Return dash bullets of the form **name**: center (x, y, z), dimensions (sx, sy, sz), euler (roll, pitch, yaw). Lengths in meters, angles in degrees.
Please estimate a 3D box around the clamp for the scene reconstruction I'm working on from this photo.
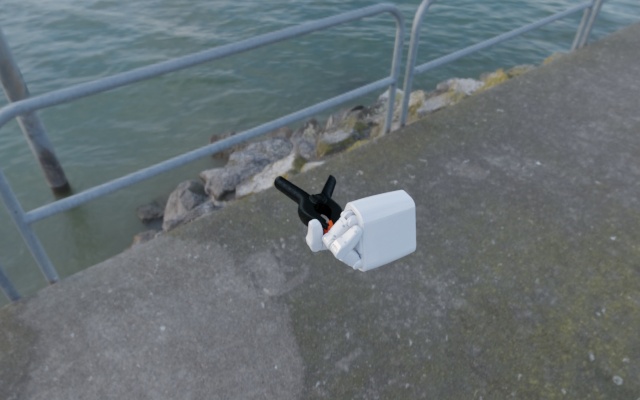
- **clamp**: center (0.000, 0.002, 0.856), dimensions (0.120, 0.039, 0.171), euler (-13, 44, -23)
